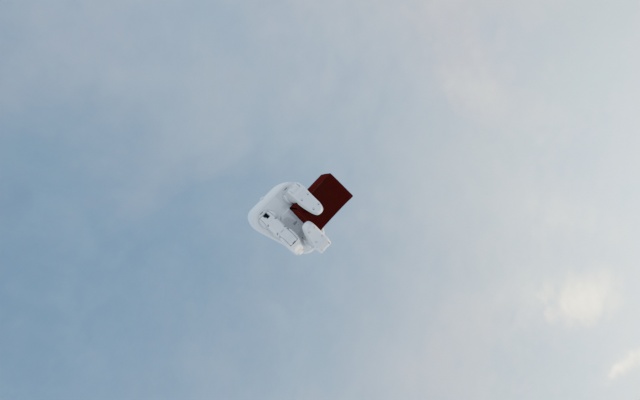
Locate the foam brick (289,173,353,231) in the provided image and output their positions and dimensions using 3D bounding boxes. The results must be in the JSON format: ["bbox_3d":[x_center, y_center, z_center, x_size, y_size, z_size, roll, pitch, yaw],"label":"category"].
[{"bbox_3d":[0.000,0.002,0.740,0.078,0.053,0.051,-46,11,-11],"label":"foam brick"}]
